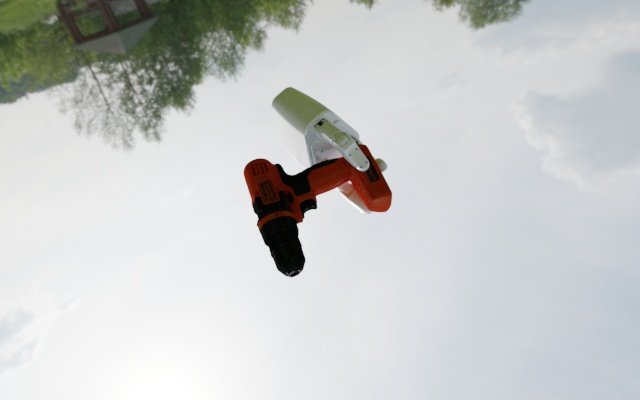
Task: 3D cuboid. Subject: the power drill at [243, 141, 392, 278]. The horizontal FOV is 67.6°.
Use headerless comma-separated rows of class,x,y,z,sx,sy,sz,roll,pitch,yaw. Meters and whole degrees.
power drill,0.000,0.002,0.664,0.187,0.184,0.057,-15,-28,-14
